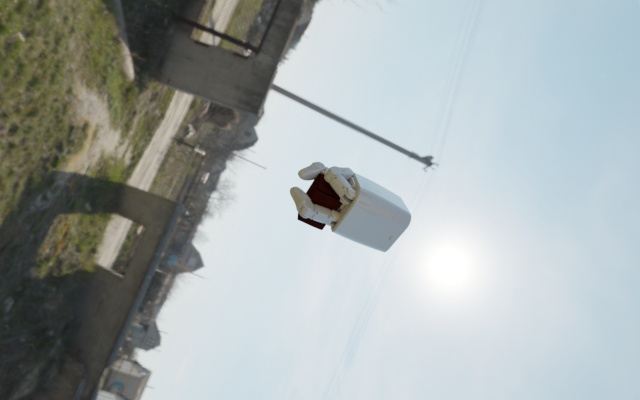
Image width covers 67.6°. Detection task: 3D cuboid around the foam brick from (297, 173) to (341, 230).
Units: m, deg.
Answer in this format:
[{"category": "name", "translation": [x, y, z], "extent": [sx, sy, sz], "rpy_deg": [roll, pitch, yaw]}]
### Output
[{"category": "foam brick", "translation": [0.000, 0.003, 0.830], "extent": [0.051, 0.078, 0.053], "rpy_deg": [25, 36, -14]}]
